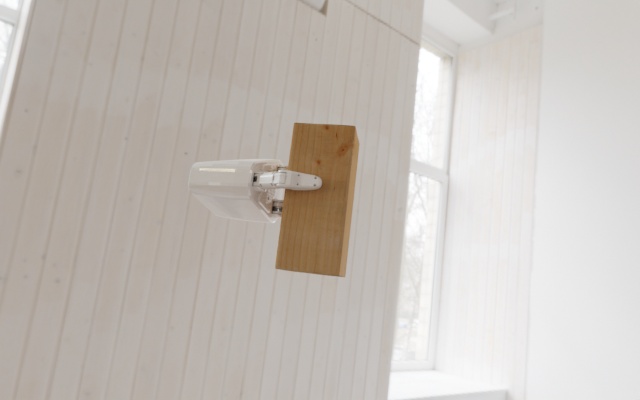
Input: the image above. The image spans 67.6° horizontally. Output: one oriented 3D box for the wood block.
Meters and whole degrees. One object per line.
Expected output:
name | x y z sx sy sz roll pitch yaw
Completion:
wood block | 0.000 0.002 0.688 0.090 0.206 0.091 5 -9 10
